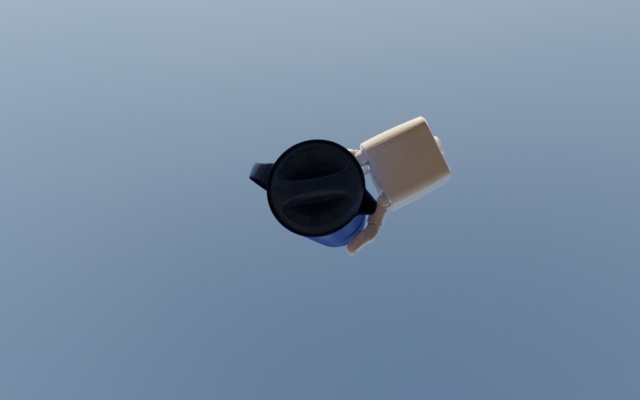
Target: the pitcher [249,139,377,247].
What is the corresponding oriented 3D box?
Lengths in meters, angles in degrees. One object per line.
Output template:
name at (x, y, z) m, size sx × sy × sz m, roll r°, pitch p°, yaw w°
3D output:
pitcher at (0.000, 0.002, 0.740) m, size 0.145 × 0.149 × 0.243 m, roll -28°, pitch -15°, yaw 2°
